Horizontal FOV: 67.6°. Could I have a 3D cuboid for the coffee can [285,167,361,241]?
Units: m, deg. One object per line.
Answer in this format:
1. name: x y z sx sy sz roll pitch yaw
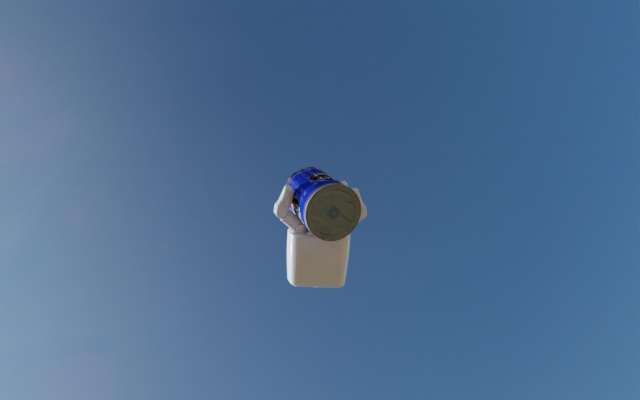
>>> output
1. coffee can: 0.000 0.003 0.875 0.103 0.103 0.140 0 16 -20
